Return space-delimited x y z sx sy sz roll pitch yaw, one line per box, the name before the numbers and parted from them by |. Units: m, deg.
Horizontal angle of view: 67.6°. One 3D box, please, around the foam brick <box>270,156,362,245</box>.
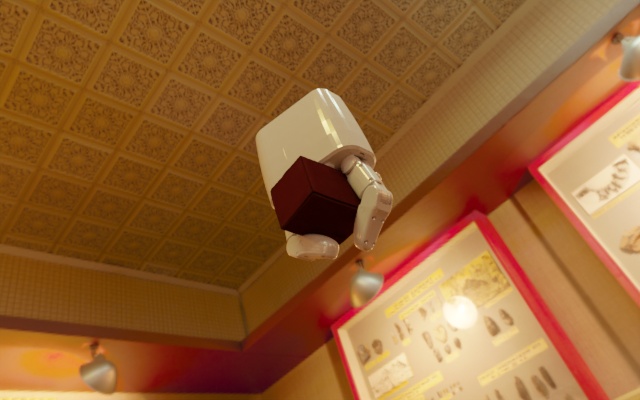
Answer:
foam brick | 0.000 0.001 0.459 0.078 0.051 0.053 19 -53 -39
